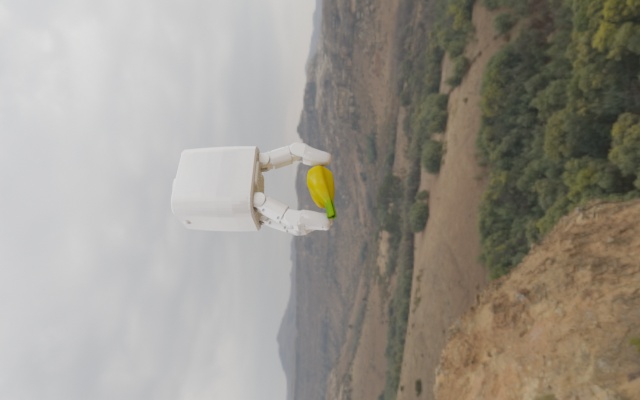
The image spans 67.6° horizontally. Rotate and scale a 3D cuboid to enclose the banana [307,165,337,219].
[{"bbox_3d":[0.000,-0.016,0.691,0.037,0.069,0.198,-2,4,-1],"label":"banana"}]
